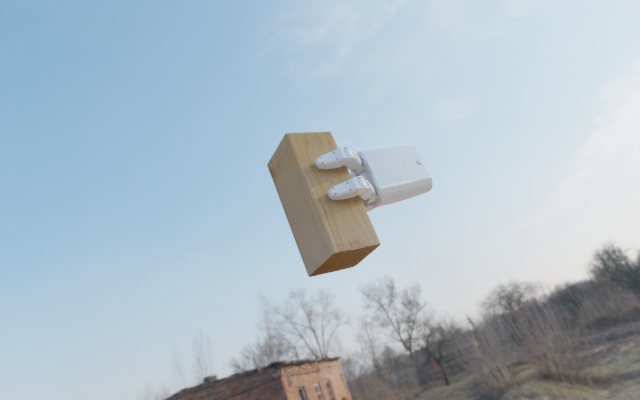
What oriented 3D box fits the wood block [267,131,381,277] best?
[{"bbox_3d":[0.000,0.002,0.752,0.090,0.206,0.091,-8,-26,-32],"label":"wood block"}]
